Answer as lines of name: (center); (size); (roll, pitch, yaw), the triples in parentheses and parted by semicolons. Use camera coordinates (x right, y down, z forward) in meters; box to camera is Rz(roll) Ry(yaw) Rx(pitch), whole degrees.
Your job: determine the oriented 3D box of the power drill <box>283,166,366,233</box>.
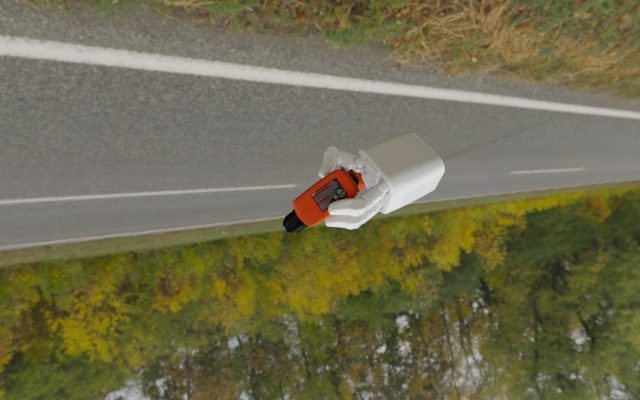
power drill: (0.000, 0.003, 0.852); (0.184, 0.057, 0.187); (-37, 0, 4)
